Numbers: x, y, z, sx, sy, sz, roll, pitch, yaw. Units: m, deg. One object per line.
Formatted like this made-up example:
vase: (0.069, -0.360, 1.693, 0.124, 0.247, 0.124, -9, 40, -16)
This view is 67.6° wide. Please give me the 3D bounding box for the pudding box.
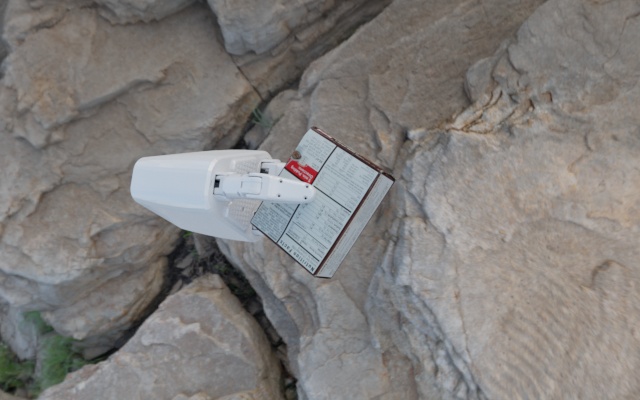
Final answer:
pudding box: (0.000, 0.001, 0.438, 0.090, 0.113, 0.039, 36, 10, 27)
